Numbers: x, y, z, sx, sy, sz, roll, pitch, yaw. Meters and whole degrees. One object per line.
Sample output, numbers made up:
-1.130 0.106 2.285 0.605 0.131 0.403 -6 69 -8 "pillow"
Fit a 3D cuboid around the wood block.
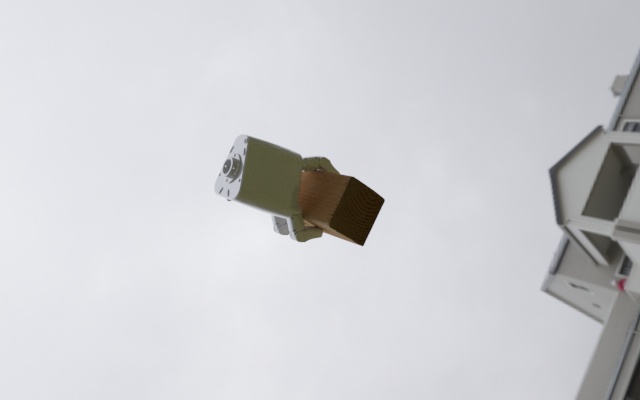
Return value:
0.000 0.002 0.843 0.090 0.091 0.206 32 -10 -36 "wood block"
